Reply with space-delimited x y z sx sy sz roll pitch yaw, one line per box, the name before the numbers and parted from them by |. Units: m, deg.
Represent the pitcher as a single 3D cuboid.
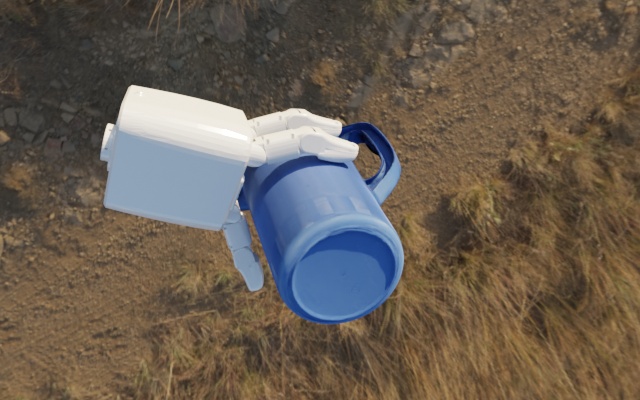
pitcher | 0.000 0.002 0.483 0.145 0.149 0.242 12 23 -21
